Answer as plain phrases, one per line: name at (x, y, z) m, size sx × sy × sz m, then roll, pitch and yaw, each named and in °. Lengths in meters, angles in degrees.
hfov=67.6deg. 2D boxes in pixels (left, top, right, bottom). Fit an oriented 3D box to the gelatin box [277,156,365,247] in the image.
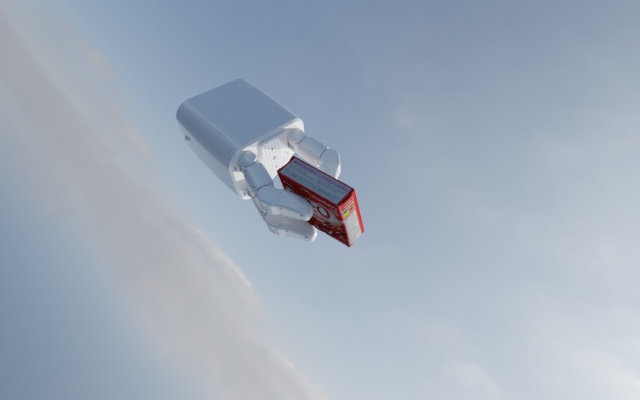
gelatin box at (0.001, 0.001, 0.505) m, size 0.089 × 0.030 × 0.073 m, roll 30°, pitch -26°, yaw 32°
